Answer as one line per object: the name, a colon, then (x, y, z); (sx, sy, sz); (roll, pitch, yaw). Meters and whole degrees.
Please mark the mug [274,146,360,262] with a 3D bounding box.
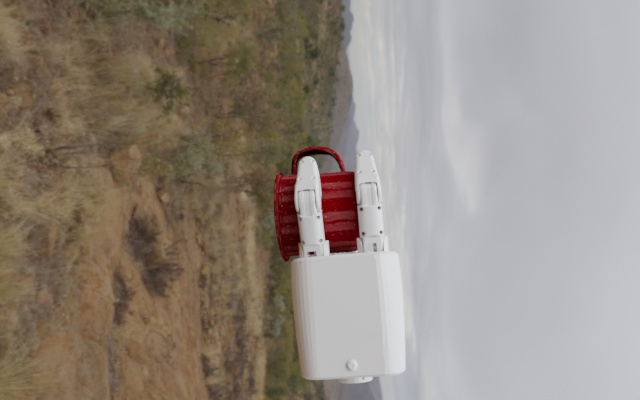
mug: (0.000, 0.000, 0.491); (0.081, 0.117, 0.093); (-5, -10, 5)
